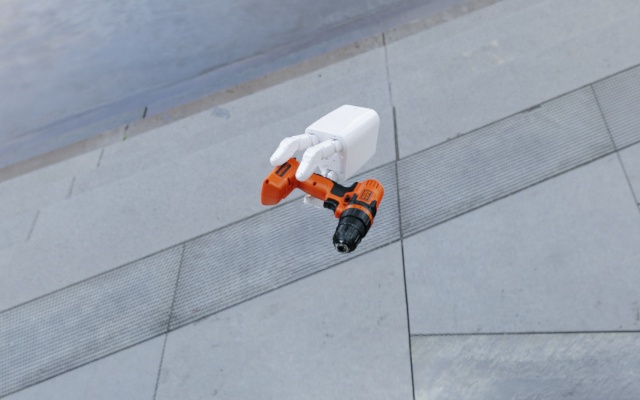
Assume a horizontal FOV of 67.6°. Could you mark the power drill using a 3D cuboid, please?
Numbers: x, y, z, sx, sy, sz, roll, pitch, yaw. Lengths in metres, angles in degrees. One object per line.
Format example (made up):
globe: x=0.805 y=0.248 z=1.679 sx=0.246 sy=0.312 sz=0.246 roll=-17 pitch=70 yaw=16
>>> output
power drill: x=0.000 y=0.002 z=0.789 sx=0.187 sy=0.057 sz=0.184 roll=21 pitch=35 yaw=11
